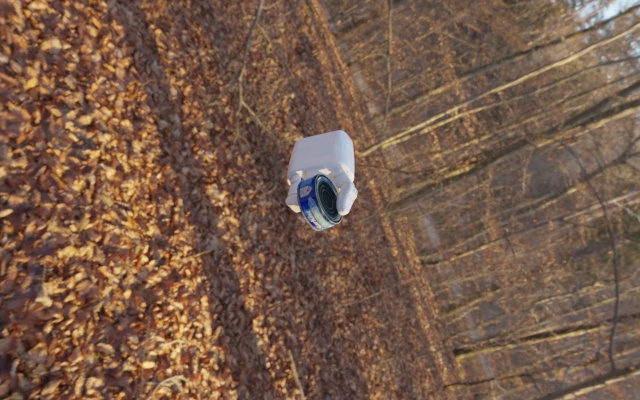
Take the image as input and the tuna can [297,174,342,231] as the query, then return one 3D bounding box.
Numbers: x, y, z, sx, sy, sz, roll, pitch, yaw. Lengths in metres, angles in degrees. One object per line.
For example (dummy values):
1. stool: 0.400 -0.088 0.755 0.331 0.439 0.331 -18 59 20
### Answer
1. tuna can: 0.001 0.002 0.752 0.034 0.086 0.086 -21 -9 25
